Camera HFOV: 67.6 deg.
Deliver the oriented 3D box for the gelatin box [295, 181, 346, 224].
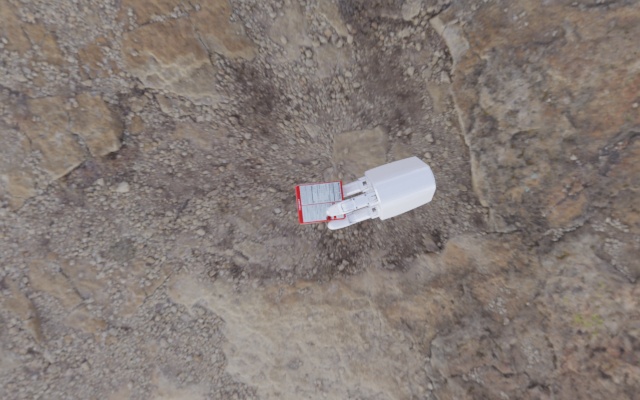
[{"bbox_3d":[0.000,0.003,0.898,0.089,0.073,0.030,-6,3,-2],"label":"gelatin box"}]
